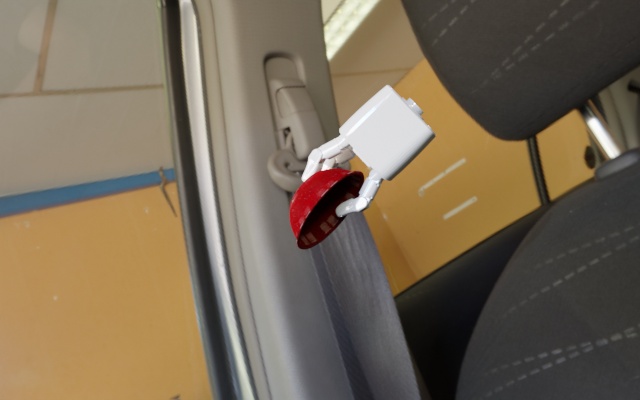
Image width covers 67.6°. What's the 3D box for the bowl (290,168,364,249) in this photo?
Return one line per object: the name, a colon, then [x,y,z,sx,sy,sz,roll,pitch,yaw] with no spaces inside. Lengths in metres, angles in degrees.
bowl: [-0.001,0.003,0.791,0.055,0.162,0.162,39,16,20]
